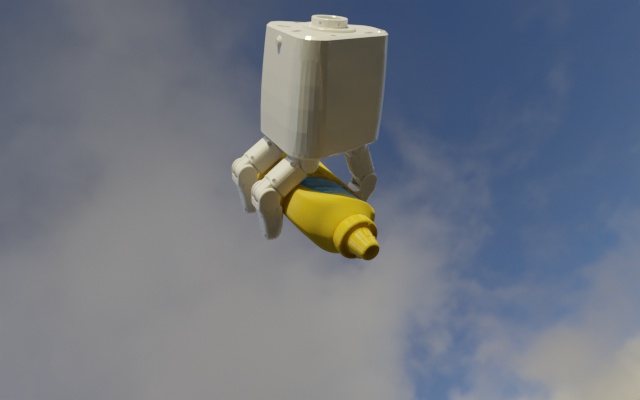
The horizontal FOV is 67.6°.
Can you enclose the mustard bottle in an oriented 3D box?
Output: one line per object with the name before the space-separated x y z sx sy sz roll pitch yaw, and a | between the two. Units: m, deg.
mustard bottle | 0.000 0.002 0.484 0.096 0.058 0.191 16 17 -36
